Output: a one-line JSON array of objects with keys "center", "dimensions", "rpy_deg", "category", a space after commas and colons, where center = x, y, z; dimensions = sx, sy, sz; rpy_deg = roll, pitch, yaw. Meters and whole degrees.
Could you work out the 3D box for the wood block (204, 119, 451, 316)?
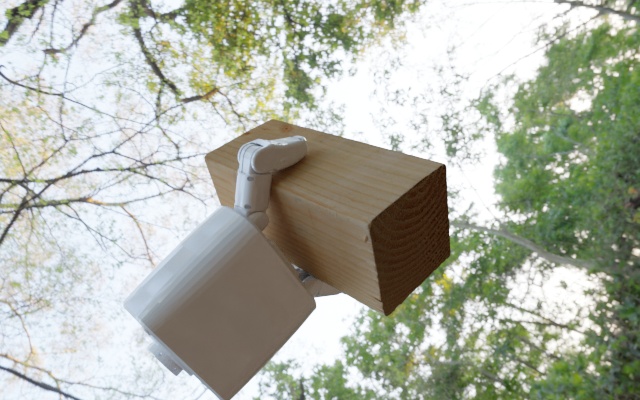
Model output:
[{"center": [0.000, 0.001, 0.419], "dimensions": [0.090, 0.091, 0.206], "rpy_deg": [-35, 38, -31], "category": "wood block"}]
